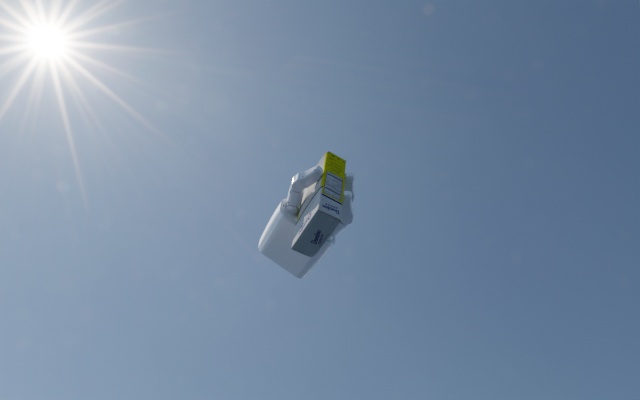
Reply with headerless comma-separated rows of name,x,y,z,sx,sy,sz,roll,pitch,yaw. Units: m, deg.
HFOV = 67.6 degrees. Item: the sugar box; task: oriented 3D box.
sugar box,0.001,0.003,0.789,0.048,0.093,0.176,25,35,-14
